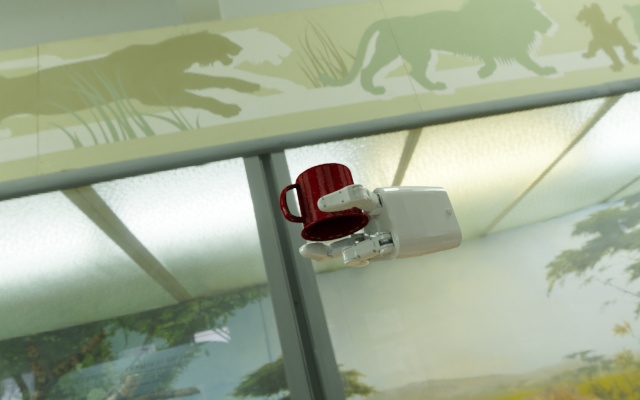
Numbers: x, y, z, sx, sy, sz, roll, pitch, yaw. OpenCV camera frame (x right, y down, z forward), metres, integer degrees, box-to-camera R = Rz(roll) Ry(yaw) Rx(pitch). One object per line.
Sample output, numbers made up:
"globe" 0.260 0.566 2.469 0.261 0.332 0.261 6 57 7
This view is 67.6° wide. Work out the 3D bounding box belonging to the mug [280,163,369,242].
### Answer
"mug" -0.001 0.002 0.646 0.117 0.081 0.093 -3 -25 -23
